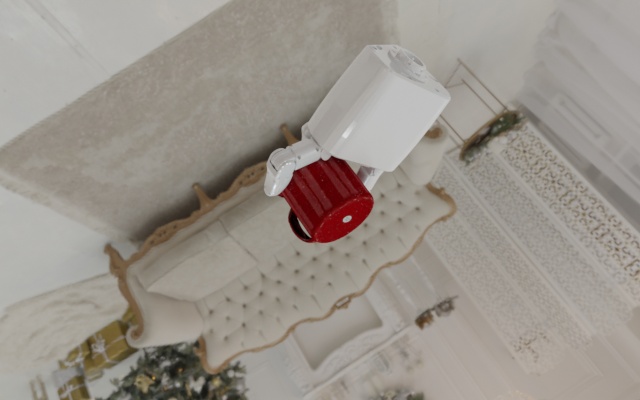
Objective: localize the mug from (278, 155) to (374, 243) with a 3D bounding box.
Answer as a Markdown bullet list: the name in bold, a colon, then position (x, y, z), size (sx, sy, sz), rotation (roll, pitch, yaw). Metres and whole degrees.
- **mug**: position (-0.001, 0.003, 0.545), size (0.093, 0.081, 0.117), rotation (-5, -39, -47)
